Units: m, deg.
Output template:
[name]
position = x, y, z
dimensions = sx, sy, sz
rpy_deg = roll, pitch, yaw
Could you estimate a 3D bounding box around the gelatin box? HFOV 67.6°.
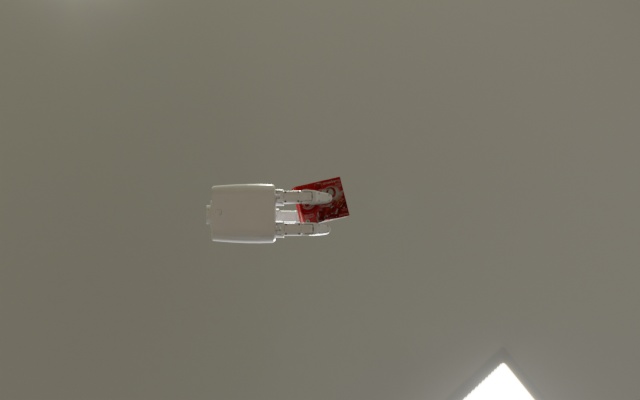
[gelatin box]
position = 0.000, 0.003, 0.855
dimensions = 0.089, 0.073, 0.030
rpy_deg = -13, -4, -17
